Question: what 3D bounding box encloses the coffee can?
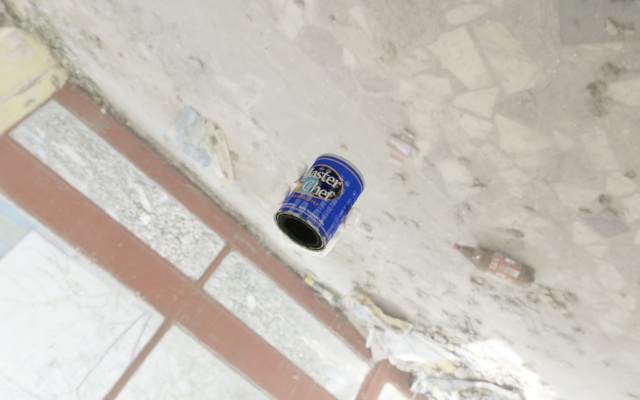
[{"bbox_3d":[0.000,0.003,0.822,0.103,0.140,0.103,26,-30,16],"label":"coffee can"}]
